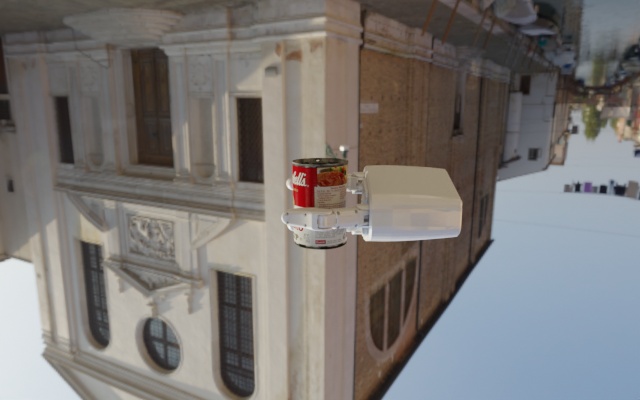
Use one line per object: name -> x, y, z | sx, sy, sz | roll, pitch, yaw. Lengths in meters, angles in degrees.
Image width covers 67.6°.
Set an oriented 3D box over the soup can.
soup can -> 0.000, 0.002, 0.583 | 0.068, 0.102, 0.068 | 0, 12, 0
